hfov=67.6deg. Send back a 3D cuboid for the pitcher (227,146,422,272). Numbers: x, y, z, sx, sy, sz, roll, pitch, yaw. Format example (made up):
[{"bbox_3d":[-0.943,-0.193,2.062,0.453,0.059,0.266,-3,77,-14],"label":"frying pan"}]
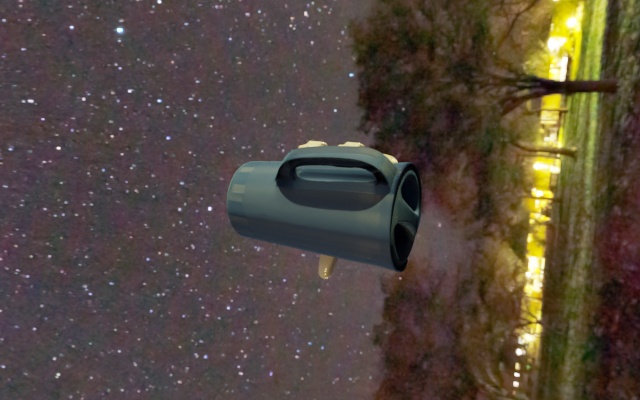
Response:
[{"bbox_3d":[0.000,0.002,0.618,0.243,0.149,0.145,6,8,25],"label":"pitcher"}]
